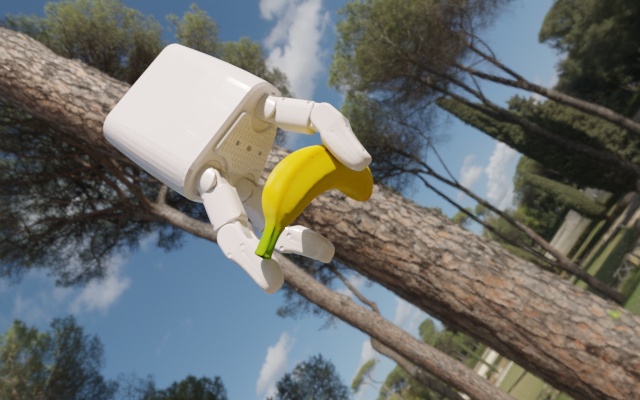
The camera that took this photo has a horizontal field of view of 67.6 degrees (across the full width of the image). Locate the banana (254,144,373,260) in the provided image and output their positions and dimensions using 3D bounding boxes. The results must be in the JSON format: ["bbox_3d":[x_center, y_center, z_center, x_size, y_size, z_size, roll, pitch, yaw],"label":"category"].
[{"bbox_3d":[0.004,-0.015,0.397,0.037,0.070,0.197,26,23,21],"label":"banana"}]
